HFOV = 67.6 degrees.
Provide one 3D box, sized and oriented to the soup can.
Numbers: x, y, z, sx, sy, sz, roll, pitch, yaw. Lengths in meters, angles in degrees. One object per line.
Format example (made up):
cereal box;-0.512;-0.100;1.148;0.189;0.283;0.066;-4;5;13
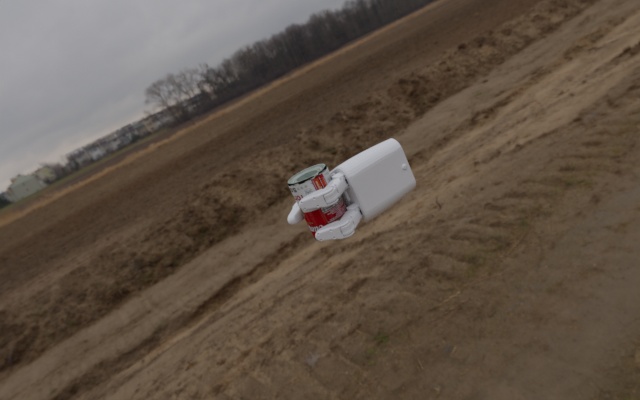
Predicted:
soup can;0.000;0.002;0.741;0.068;0.102;0.068;-24;17;7
